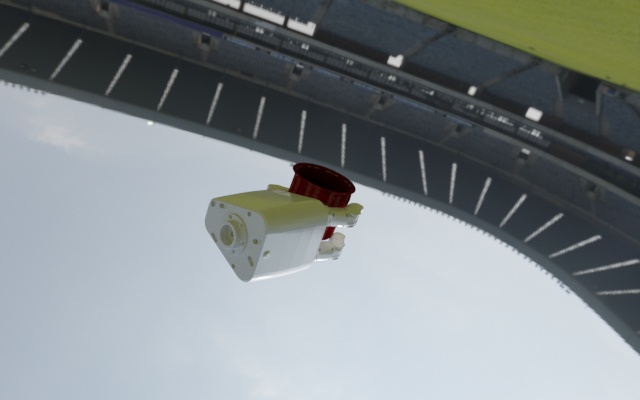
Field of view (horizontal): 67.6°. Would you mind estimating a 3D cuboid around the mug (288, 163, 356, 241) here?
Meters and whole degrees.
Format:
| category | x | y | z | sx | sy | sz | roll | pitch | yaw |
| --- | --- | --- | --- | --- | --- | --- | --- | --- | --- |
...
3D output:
| category | x | y | z | sx | sy | sz | roll | pitch | yaw |
| --- | --- | --- | --- | --- | --- | --- | --- | --- | --- |
| mug | 0.001 | 0.002 | 0.685 | 0.093 | 0.081 | 0.117 | 36 | 25 | 32 |
